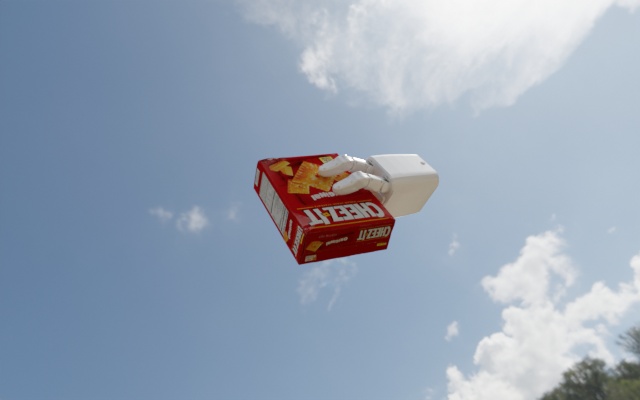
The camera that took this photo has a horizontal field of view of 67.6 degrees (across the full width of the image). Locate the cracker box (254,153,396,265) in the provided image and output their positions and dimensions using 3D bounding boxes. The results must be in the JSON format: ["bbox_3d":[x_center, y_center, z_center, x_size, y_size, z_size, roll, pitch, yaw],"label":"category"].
[{"bbox_3d":[0.000,0.003,0.808,0.164,0.072,0.213,-7,38,-26],"label":"cracker box"}]
